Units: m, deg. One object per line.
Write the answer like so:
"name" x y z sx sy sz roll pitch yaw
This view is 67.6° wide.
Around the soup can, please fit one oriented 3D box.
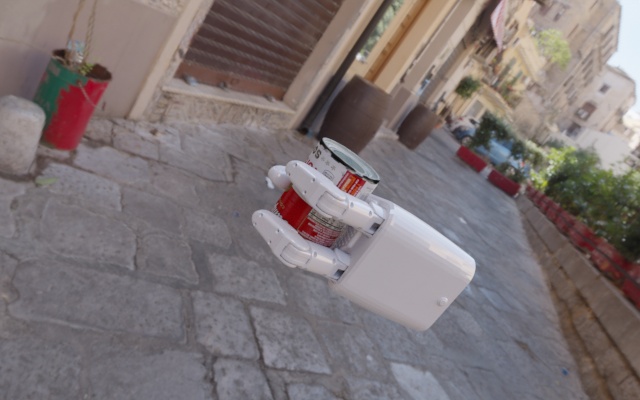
"soup can" 0.000 0.001 0.447 0.068 0.102 0.068 33 17 -11
